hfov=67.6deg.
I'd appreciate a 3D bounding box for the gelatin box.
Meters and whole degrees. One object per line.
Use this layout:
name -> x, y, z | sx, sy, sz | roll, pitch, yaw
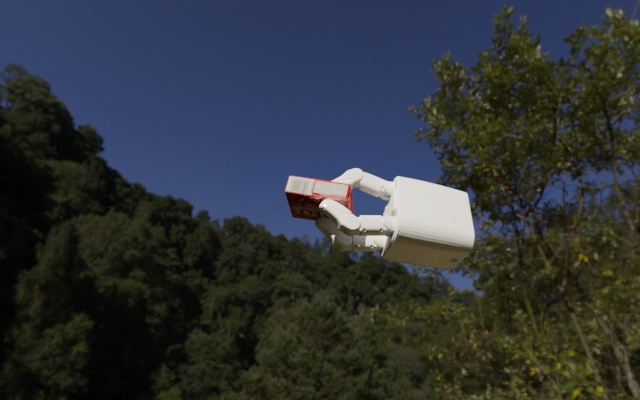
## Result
gelatin box -> 0.000, 0.002, 0.666 | 0.089, 0.030, 0.073 | 9, -29, 11
